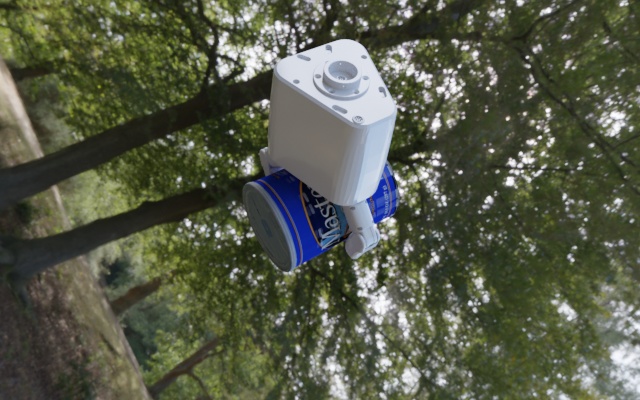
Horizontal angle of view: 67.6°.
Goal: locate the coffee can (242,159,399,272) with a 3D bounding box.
[{"bbox_3d":[0.000,0.002,0.526,0.140,0.103,0.103,-26,11,-23],"label":"coffee can"}]
